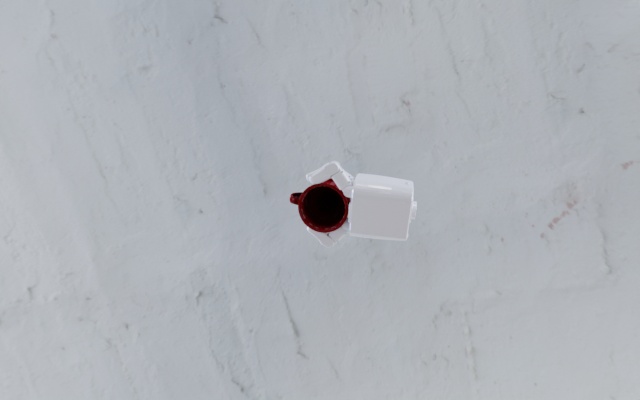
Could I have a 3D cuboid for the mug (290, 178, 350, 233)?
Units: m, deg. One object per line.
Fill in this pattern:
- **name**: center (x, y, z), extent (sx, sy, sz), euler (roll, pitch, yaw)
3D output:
- **mug**: center (-0.001, 0.003, 0.899), extent (0.117, 0.093, 0.081), euler (7, 15, 9)
